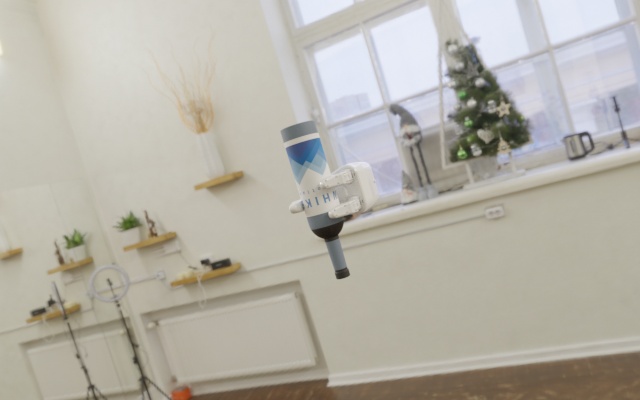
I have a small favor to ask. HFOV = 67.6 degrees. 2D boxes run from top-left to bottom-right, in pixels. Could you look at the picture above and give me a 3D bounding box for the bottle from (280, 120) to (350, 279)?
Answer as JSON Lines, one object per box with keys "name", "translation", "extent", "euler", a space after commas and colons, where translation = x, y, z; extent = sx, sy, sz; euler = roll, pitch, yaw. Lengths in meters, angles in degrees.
{"name": "bottle", "translation": [0.000, 0.003, 0.886], "extent": [0.069, 0.296, 0.069], "euler": [-17, 3, 1]}
